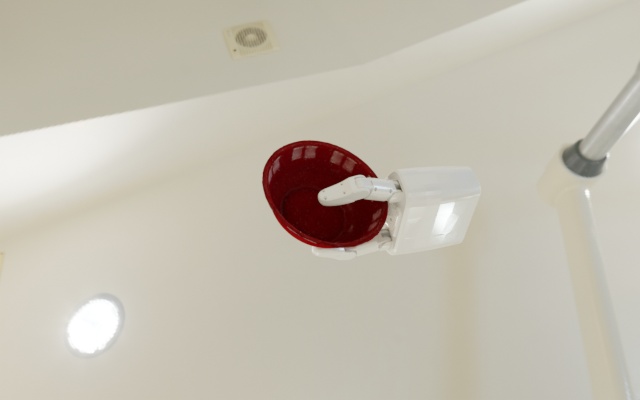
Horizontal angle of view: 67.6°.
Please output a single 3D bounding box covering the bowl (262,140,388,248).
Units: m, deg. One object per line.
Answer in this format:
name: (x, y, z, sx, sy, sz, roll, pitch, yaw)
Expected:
bowl: (-0.001, 0.002, 0.597, 0.162, 0.162, 0.055, 0, -35, -24)
